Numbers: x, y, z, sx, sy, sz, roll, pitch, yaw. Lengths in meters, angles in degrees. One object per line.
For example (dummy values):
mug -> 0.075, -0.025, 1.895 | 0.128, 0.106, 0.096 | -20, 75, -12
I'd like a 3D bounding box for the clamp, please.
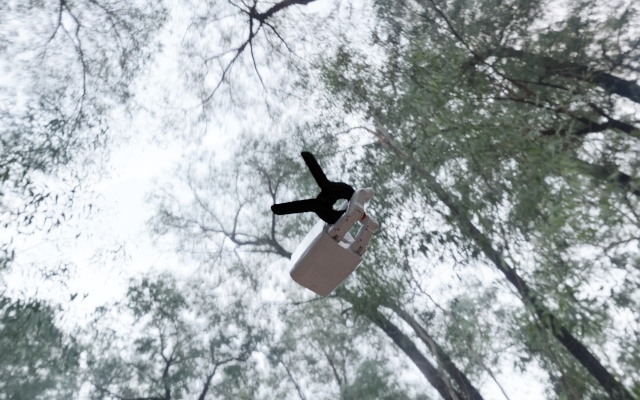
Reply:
clamp -> 0.000, 0.002, 0.832 | 0.171, 0.120, 0.039 | 34, 16, -26
